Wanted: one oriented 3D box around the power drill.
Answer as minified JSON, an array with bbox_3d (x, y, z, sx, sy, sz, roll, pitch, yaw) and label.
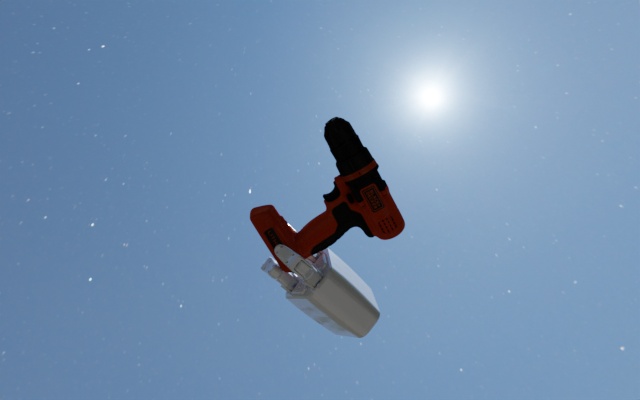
[{"bbox_3d":[0.000,0.003,0.660,0.187,0.184,0.057,-28,10,10],"label":"power drill"}]
